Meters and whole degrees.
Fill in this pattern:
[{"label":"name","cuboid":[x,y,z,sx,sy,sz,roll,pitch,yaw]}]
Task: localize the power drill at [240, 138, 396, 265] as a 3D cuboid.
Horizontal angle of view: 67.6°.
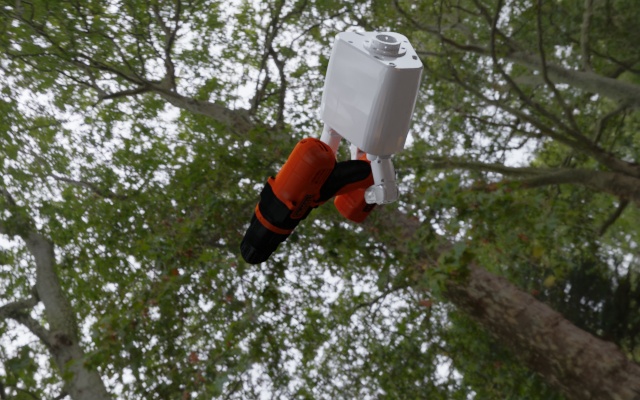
[{"label":"power drill","cuboid":[0.000,0.002,0.600,0.187,0.057,0.184,-10,-36,-50]}]
